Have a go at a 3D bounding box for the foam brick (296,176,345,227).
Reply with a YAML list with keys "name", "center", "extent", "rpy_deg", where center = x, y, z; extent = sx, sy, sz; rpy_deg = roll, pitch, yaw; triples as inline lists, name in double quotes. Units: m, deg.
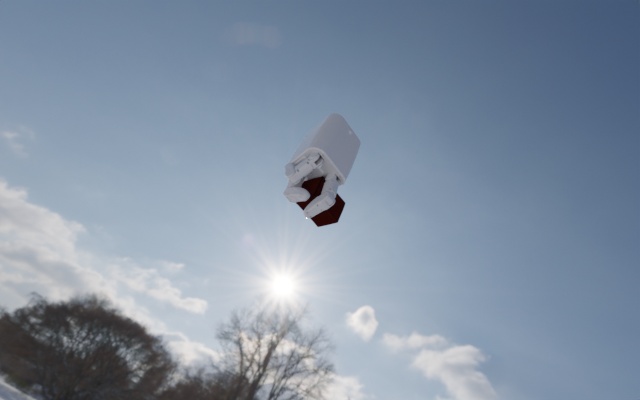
- name: "foam brick"
  center: [0.000, 0.003, 0.891]
  extent: [0.053, 0.051, 0.078]
  rpy_deg: [-13, -50, 39]
